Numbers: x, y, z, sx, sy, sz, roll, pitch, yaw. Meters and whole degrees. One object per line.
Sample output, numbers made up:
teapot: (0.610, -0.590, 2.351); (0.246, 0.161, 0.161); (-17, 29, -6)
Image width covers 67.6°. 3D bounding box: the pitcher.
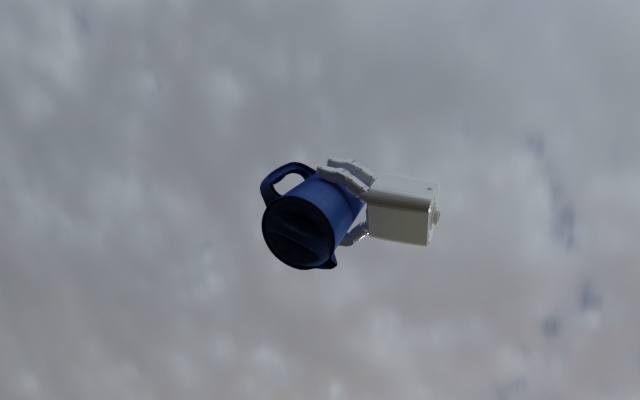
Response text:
pitcher: (0.000, 0.003, 0.863); (0.145, 0.149, 0.242); (8, 26, 21)
